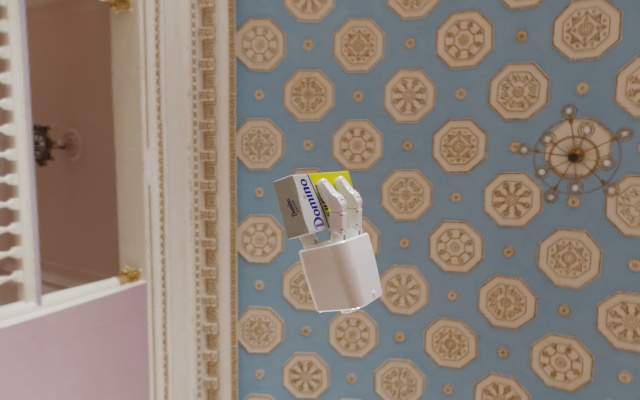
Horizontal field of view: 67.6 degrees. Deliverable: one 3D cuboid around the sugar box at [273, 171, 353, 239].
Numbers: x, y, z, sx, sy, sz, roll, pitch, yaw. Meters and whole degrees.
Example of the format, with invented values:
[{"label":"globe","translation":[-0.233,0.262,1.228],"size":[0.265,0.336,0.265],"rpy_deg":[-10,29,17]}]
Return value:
[{"label":"sugar box","translation":[0.001,0.003,0.781],"size":[0.048,0.093,0.176],"rpy_deg":[-17,-3,29]}]
